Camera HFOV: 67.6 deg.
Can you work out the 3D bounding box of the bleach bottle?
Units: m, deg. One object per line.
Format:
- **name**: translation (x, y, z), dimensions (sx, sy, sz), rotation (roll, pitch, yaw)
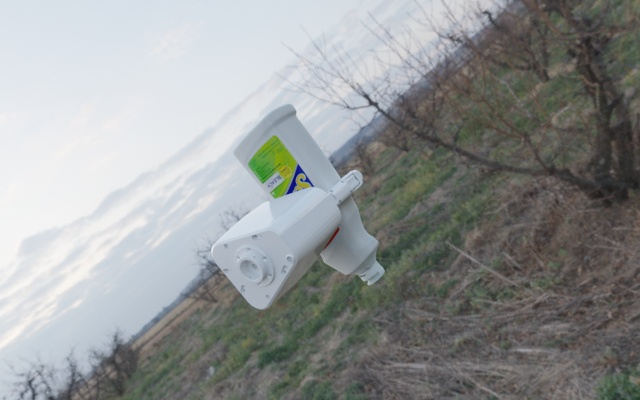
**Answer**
- **bleach bottle**: translation (0.000, 0.002, 0.626), dimensions (0.102, 0.251, 0.068), rotation (-39, 2, 34)
